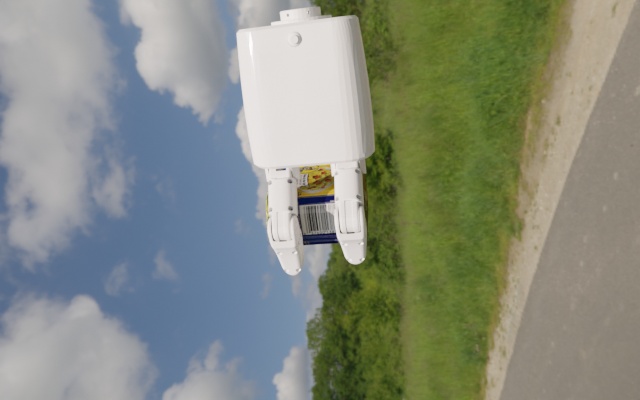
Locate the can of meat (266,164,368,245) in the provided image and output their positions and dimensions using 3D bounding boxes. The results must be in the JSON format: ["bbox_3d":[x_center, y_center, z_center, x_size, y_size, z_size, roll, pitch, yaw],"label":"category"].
[{"bbox_3d":[0.000,0.001,0.442,0.084,0.057,0.102,-4,23,8],"label":"can of meat"}]
